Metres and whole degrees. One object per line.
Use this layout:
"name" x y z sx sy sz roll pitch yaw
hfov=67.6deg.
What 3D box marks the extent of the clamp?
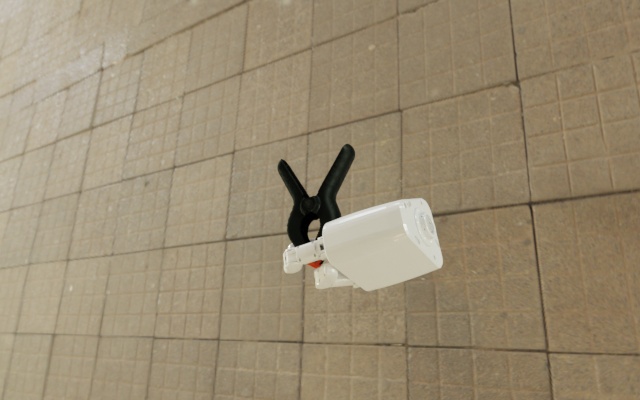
"clamp" 0.000 0.002 0.647 0.120 0.171 0.039 -22 -26 28
